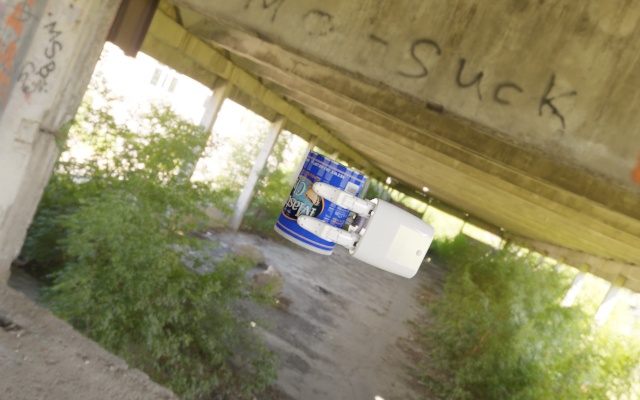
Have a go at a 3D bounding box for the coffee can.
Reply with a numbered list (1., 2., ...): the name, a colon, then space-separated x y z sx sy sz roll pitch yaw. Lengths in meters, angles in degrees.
1. coffee can: 0.000 0.003 0.770 0.103 0.140 0.103 25 5 -2
